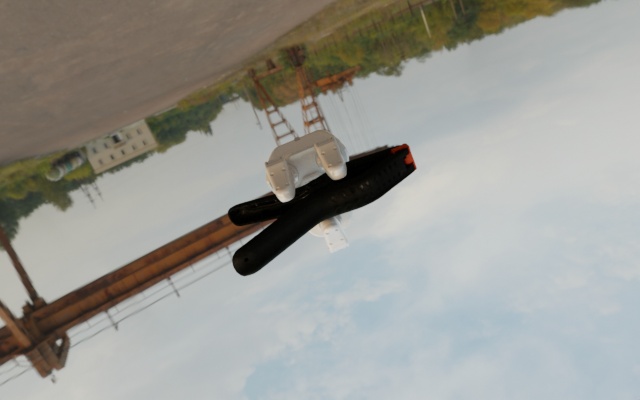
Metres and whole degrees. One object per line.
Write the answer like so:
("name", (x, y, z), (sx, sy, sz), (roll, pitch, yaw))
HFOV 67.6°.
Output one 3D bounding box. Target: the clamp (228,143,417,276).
("clamp", (0.001, 0.002, 0.473), (0.210, 0.036, 0.164), (-23, 19, 1))
